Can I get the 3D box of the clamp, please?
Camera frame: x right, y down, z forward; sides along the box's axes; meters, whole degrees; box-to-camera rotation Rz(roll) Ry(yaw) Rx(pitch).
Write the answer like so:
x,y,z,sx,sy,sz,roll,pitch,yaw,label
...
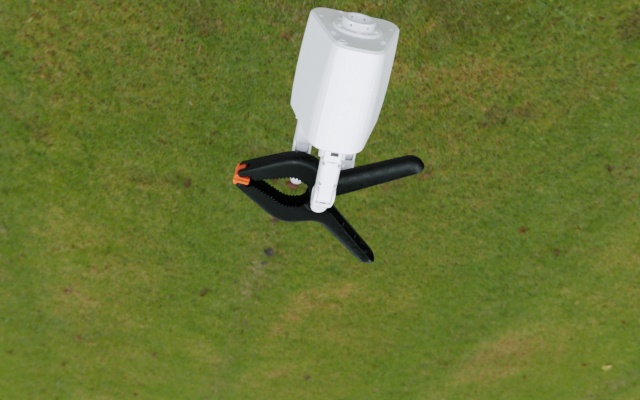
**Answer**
x,y,z,sx,sy,sz,roll,pitch,yaw,label
0.000,0.002,0.572,0.210,0.165,0.036,9,35,-6,clamp
